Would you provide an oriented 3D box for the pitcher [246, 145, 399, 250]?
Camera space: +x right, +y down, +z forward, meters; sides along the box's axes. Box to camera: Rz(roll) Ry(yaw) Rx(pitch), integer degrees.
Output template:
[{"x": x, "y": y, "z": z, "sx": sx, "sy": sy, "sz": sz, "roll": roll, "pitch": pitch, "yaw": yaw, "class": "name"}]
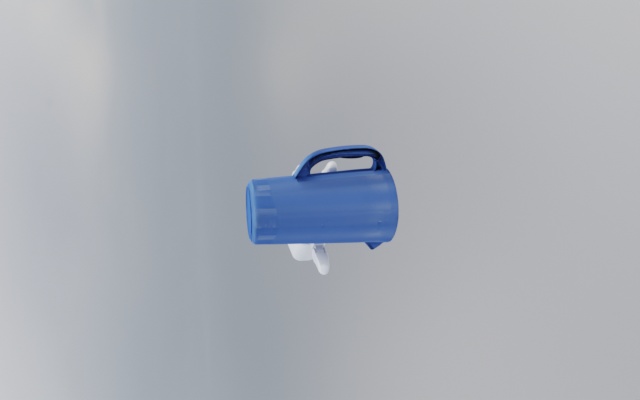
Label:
[{"x": 0.000, "y": 0.003, "z": 0.803, "sx": 0.243, "sy": 0.149, "sz": 0.145, "roll": -3, "pitch": -23, "yaw": -13, "class": "pitcher"}]
